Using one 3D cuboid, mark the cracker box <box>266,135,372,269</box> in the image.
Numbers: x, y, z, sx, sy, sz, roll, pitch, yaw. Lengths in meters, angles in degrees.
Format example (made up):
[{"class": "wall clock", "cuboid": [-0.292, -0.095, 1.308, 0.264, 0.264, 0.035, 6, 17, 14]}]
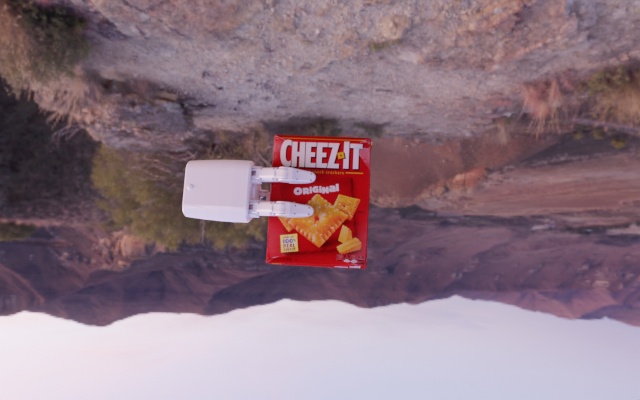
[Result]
[{"class": "cracker box", "cuboid": [0.000, 0.003, 0.796, 0.164, 0.213, 0.072, 3, -8, 4]}]
